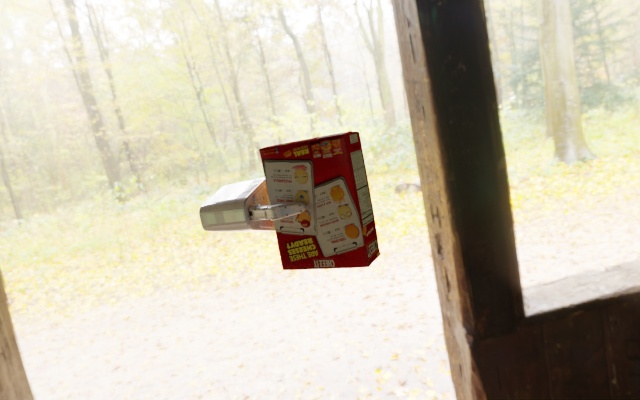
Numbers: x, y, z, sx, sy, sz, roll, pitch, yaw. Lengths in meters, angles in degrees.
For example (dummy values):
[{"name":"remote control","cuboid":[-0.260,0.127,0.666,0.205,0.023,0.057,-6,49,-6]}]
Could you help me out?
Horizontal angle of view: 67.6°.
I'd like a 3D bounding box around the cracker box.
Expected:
[{"name":"cracker box","cuboid":[0.000,0.002,0.796,0.164,0.214,0.072,-6,10,29]}]
